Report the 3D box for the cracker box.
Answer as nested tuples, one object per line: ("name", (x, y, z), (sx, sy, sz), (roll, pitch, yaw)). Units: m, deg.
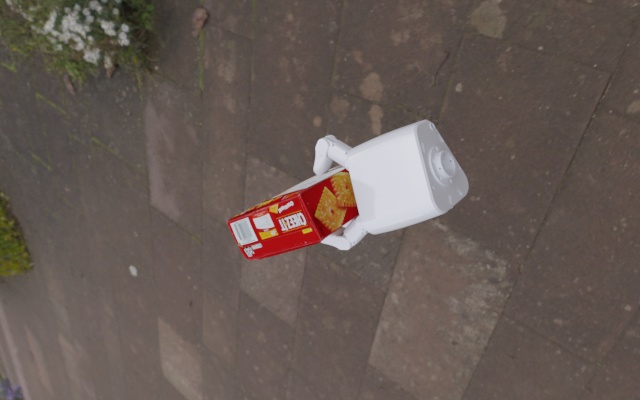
("cracker box", (0.000, 0.002, 0.683), (0.164, 0.072, 0.213), (-20, 7, 45))
